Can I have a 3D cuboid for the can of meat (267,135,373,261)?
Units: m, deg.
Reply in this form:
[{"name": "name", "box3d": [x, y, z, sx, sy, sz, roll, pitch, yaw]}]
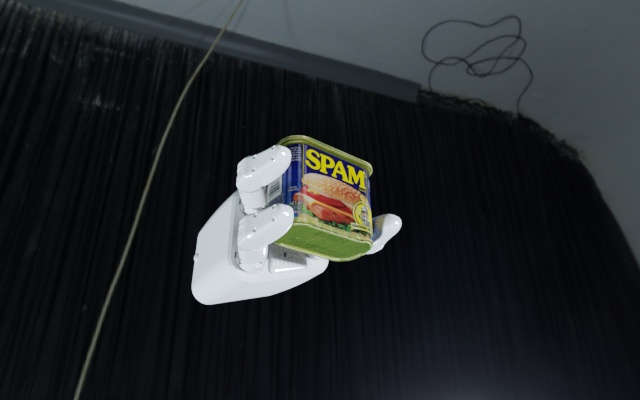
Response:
[{"name": "can of meat", "box3d": [0.000, 0.002, 0.432, 0.102, 0.084, 0.057, 20, -34, -33]}]
